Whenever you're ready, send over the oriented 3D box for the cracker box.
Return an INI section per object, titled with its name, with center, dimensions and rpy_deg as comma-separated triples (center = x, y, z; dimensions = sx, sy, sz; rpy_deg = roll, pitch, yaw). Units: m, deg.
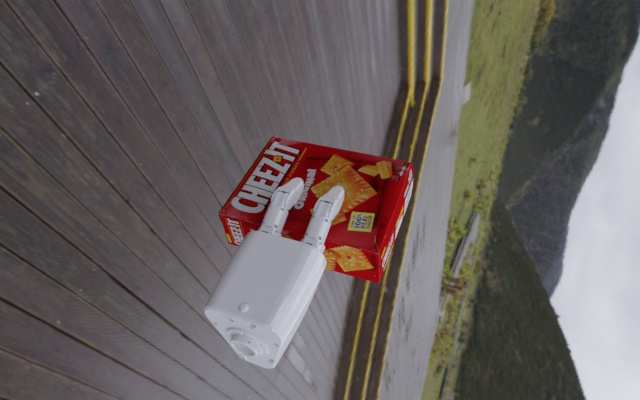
[cracker box]
center = 0.000, 0.002, 0.634
dimensions = 0.213, 0.164, 0.072
rpy_deg = 13, -41, 18
